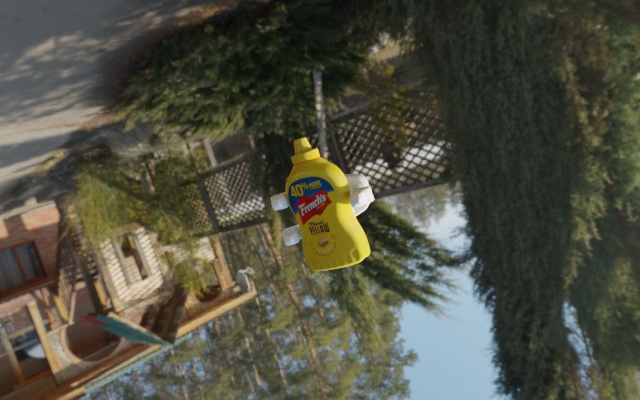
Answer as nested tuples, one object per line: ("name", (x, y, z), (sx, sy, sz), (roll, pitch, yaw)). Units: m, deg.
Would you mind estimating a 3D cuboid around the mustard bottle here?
("mustard bottle", (0.000, 0.003, 0.692), (0.096, 0.191, 0.058), (-15, 6, 35))
